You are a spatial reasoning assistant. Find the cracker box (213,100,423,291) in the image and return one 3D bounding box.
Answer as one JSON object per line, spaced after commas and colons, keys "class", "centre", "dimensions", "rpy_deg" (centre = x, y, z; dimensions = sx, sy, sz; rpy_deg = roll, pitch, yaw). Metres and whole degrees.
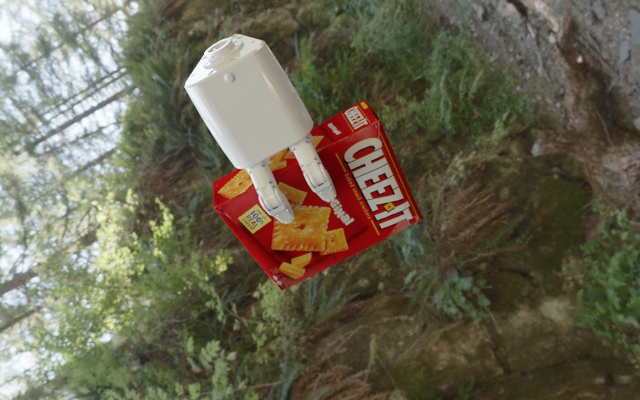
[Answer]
{"class": "cracker box", "centre": [0.000, 0.002, 0.598], "dimensions": [0.214, 0.164, 0.072], "rpy_deg": [-27, 35, 5]}
